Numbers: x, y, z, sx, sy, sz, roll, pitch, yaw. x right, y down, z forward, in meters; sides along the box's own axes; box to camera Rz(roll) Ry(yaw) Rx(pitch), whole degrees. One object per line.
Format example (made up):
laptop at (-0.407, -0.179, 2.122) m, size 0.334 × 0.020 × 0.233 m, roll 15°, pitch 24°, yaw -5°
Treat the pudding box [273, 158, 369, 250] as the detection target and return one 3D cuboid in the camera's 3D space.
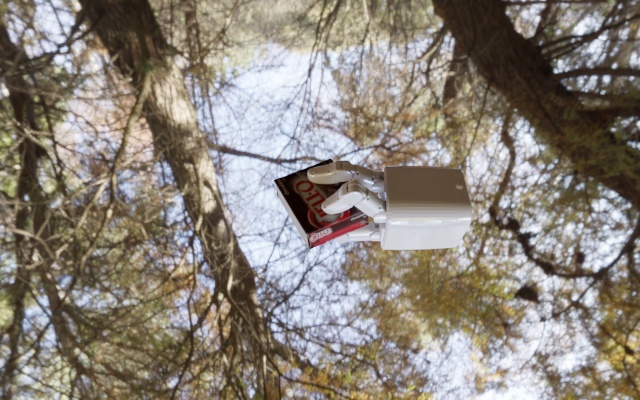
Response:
pudding box at (0.000, 0.002, 0.641) m, size 0.090 × 0.039 × 0.113 m, roll -22°, pitch 47°, yaw -16°
